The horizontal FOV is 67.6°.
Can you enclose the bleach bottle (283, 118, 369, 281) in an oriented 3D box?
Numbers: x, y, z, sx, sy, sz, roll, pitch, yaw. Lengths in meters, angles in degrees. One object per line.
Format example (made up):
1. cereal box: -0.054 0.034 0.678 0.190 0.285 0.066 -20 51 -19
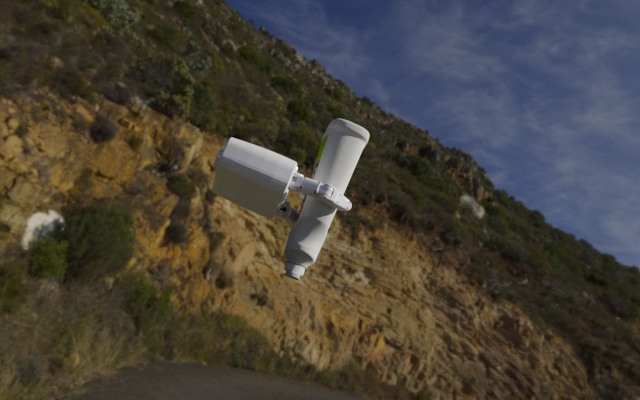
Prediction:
1. bleach bottle: 0.000 0.002 0.753 0.068 0.250 0.102 22 -17 -6
